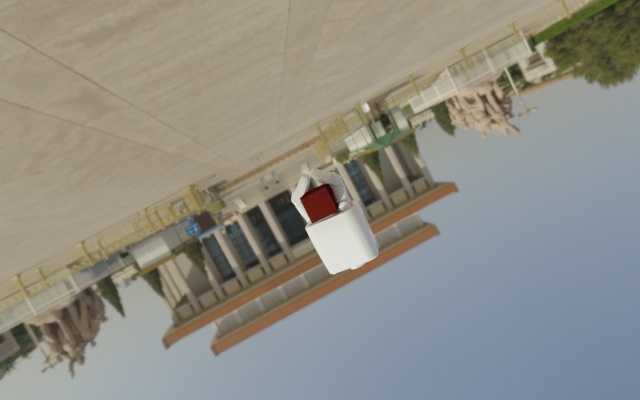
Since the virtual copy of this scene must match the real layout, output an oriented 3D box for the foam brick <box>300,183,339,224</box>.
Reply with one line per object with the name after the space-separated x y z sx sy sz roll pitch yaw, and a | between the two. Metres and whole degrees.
0.000 0.003 0.868 0.053 0.051 0.078 -25 5 8 | foam brick
